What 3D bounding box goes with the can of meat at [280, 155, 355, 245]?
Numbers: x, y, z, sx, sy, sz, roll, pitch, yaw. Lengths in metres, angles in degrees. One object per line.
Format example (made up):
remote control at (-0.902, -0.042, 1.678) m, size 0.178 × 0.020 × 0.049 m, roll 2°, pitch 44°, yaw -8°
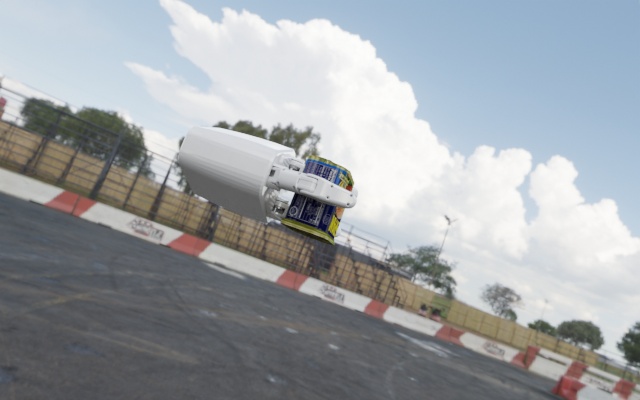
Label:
can of meat at (0.000, 0.002, 0.564) m, size 0.057 × 0.084 × 0.102 m, roll 19°, pitch -7°, yaw 11°
